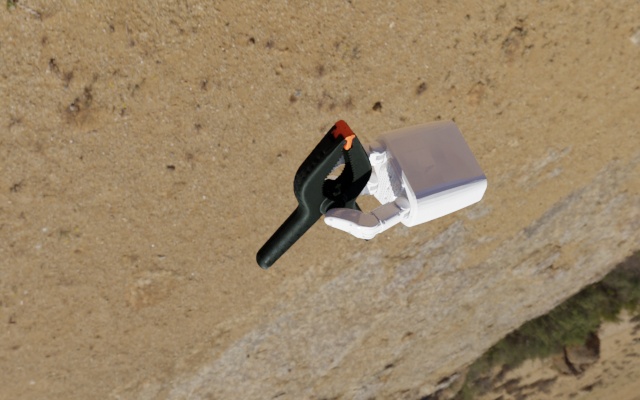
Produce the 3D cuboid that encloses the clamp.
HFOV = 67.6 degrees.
[{"bbox_3d":[0.001,0.002,0.555,0.164,0.036,0.210,-18,-38,-19],"label":"clamp"}]
